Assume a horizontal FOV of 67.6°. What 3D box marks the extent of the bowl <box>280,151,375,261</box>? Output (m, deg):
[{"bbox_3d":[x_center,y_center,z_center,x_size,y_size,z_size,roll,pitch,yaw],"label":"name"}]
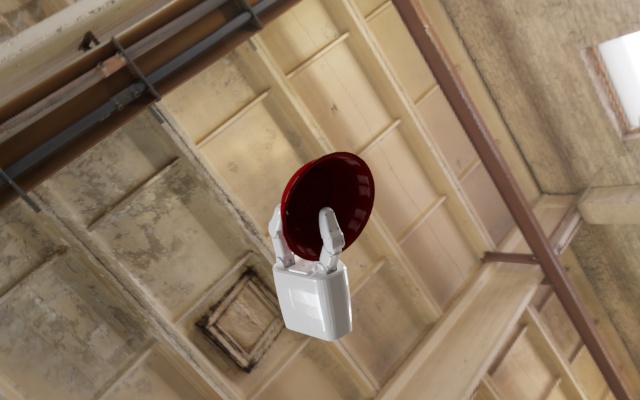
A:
[{"bbox_3d":[0.000,0.001,0.677,0.162,0.162,0.055,0,20,-39],"label":"bowl"}]
